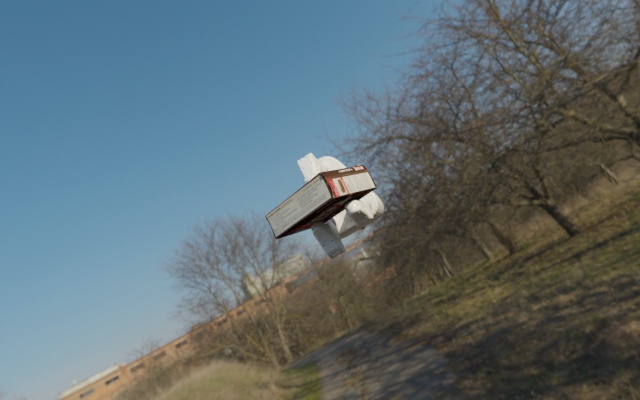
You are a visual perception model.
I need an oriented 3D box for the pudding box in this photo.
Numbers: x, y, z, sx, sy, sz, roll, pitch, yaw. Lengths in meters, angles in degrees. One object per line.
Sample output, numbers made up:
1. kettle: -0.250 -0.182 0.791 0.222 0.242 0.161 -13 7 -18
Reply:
1. pudding box: 0.000 0.002 0.588 0.090 0.039 0.113 -15 -18 -50
